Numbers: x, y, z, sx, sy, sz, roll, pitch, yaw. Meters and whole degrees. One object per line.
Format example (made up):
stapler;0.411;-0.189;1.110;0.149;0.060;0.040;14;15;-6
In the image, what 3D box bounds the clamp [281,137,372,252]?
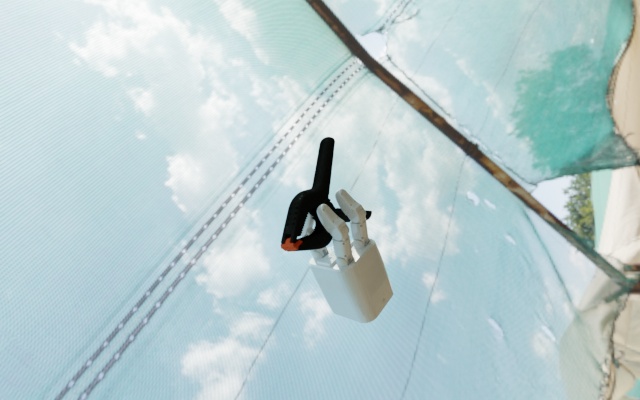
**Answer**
clamp;-0.001;0.003;0.757;0.036;0.164;0.210;-13;19;41
